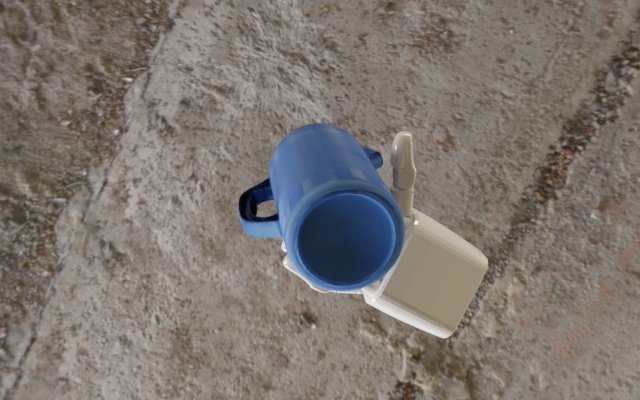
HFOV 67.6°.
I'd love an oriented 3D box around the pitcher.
[{"bbox_3d":[0.000,0.002,0.525,0.145,0.149,0.242,29,12,-14],"label":"pitcher"}]
